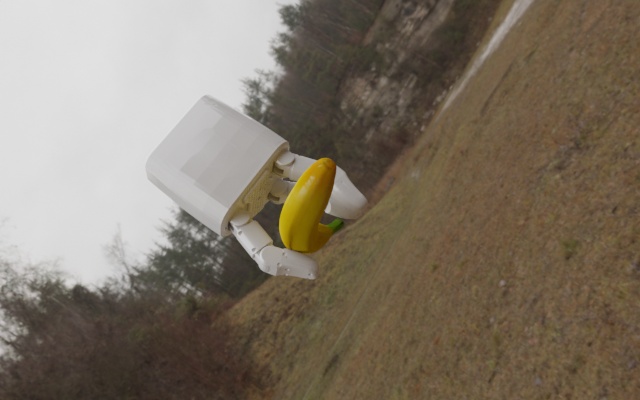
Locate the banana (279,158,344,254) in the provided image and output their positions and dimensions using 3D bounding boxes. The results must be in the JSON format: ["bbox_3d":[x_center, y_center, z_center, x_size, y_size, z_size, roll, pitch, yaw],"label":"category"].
[{"bbox_3d":[-0.011,0.017,0.459,0.037,0.069,0.198,36,-11,12],"label":"banana"}]
